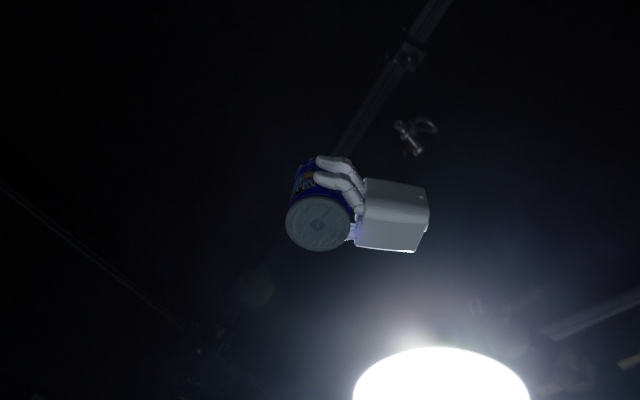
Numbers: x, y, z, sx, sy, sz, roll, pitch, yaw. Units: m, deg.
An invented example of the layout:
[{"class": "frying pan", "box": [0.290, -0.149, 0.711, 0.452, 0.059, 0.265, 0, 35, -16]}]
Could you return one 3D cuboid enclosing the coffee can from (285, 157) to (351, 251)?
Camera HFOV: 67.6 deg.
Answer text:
[{"class": "coffee can", "box": [0.000, 0.003, 0.803, 0.103, 0.103, 0.140, 0, 32, 4]}]
